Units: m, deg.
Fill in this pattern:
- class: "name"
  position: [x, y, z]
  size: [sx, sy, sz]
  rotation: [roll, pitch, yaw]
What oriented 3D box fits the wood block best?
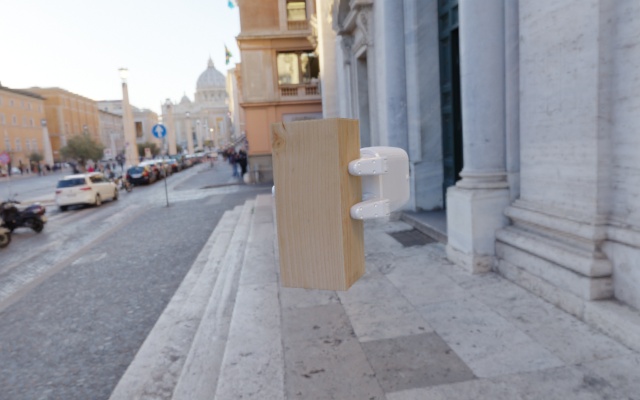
- class: "wood block"
  position: [0.000, 0.002, 0.614]
  size: [0.091, 0.206, 0.090]
  rotation: [-1, 7, 22]
